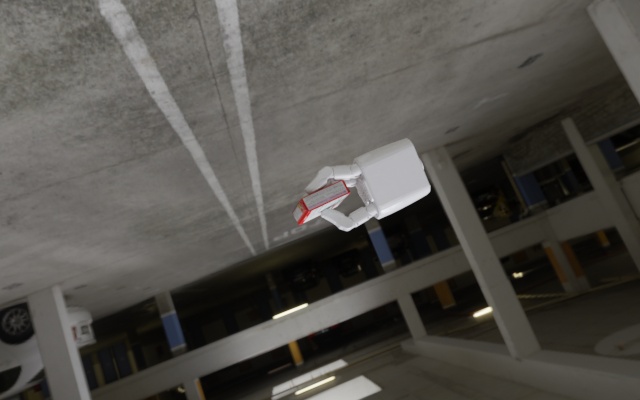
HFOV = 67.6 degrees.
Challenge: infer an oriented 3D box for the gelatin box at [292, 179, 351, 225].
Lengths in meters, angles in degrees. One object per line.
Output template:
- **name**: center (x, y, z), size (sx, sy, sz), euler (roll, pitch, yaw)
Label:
- **gelatin box**: center (0.000, 0.003, 0.836), size (0.089, 0.030, 0.073), euler (-26, -11, -23)
